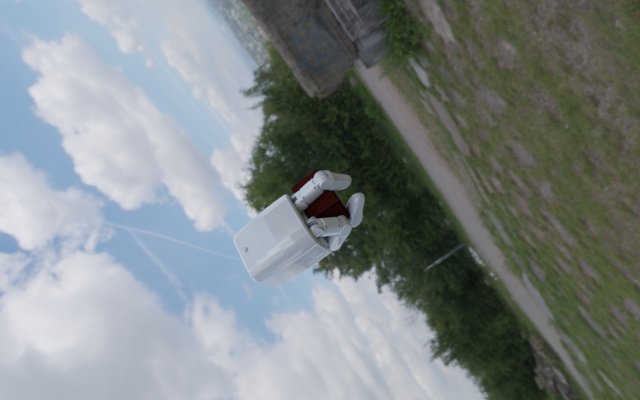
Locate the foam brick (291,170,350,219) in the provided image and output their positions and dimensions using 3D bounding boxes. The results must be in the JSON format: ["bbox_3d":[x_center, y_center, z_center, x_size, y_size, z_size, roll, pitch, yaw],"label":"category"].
[{"bbox_3d":[0.000,0.002,0.734,0.051,0.078,0.053,-37,-39,4],"label":"foam brick"}]
